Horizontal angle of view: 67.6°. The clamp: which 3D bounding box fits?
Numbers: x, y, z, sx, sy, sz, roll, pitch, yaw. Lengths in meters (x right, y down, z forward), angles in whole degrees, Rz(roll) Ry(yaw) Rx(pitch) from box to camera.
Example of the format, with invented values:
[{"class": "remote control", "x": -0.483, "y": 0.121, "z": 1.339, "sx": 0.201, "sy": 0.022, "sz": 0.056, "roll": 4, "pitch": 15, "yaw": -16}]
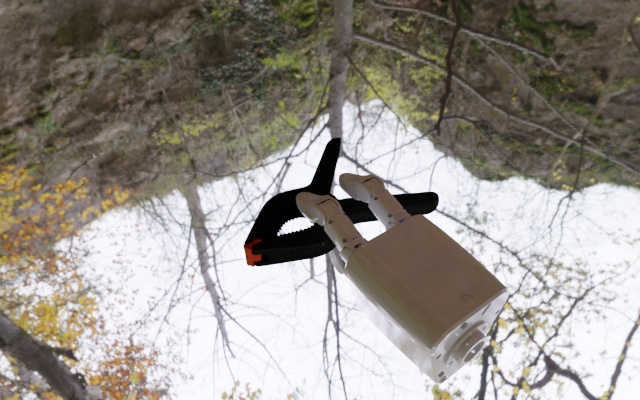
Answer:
[{"class": "clamp", "x": 0.000, "y": 0.003, "z": 0.521, "sx": 0.210, "sy": 0.036, "sz": 0.164, "roll": -26, "pitch": 46, "yaw": -25}]
